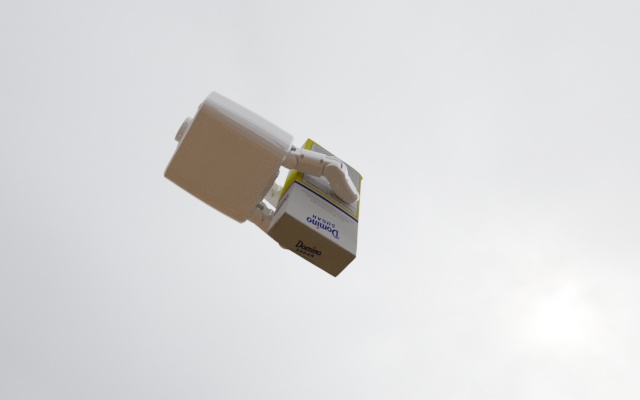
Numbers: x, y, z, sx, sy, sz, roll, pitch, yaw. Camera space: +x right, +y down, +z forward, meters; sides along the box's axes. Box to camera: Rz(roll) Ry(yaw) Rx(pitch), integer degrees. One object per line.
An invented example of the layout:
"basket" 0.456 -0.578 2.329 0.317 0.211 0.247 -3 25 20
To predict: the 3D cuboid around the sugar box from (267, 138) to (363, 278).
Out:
"sugar box" 0.000 0.002 0.567 0.093 0.048 0.176 33 33 -13
